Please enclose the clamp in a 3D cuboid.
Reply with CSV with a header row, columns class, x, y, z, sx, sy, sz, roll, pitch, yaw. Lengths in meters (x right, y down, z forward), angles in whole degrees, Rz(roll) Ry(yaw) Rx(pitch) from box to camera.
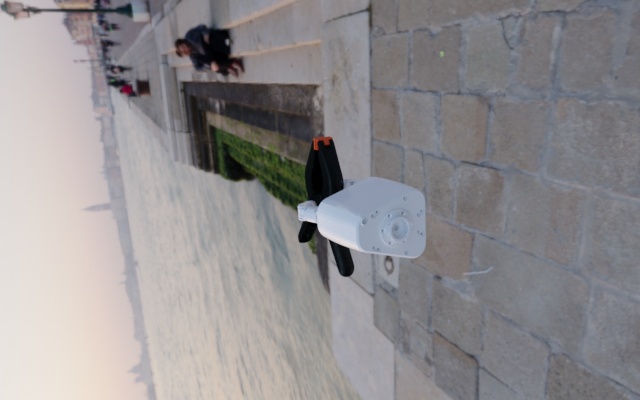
class,x,y,z,sx,sy,sz,roll,pitch,yaw
clamp,-0.001,0.002,0.768,0.036,0.210,0.164,-10,13,-27
